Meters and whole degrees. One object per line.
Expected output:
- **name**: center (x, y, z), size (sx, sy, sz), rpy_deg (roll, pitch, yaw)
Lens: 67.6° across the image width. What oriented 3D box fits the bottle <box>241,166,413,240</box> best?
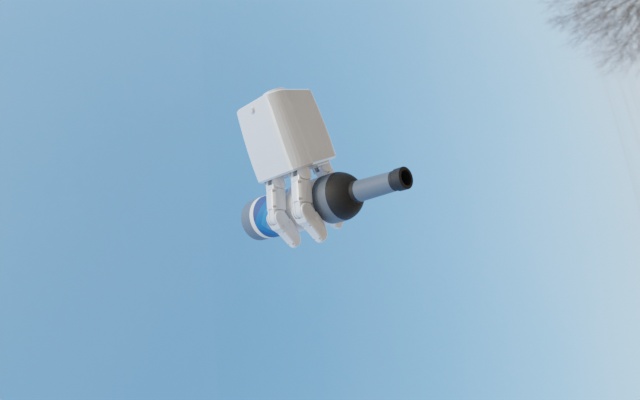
- **bottle**: center (0.000, 0.002, 0.658), size (0.069, 0.069, 0.296), rpy_deg (0, -11, -44)
